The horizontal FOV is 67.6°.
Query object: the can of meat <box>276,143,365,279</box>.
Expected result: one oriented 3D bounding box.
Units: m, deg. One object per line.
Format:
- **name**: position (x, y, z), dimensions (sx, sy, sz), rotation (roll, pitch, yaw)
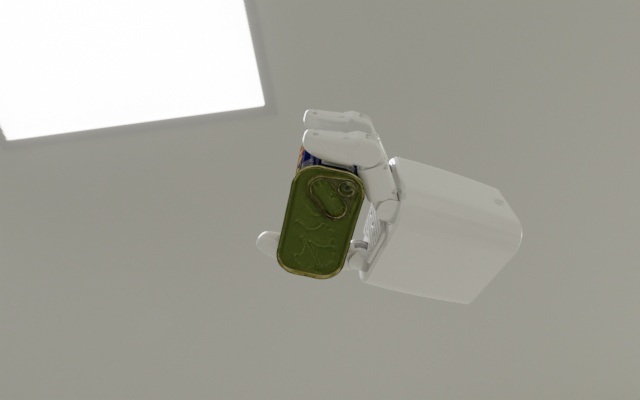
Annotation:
- **can of meat**: position (0.000, 0.001, 0.415), dimensions (0.057, 0.102, 0.084), rotation (12, 28, -4)
